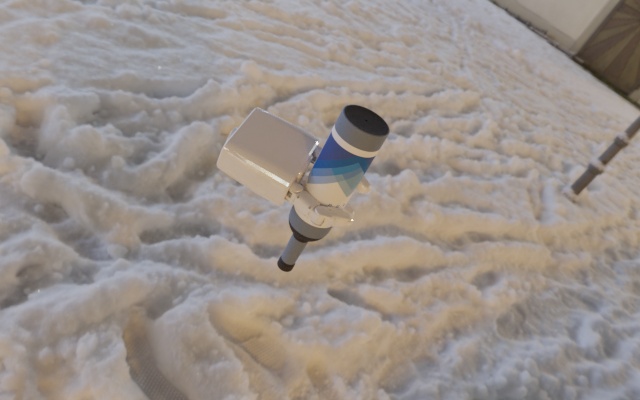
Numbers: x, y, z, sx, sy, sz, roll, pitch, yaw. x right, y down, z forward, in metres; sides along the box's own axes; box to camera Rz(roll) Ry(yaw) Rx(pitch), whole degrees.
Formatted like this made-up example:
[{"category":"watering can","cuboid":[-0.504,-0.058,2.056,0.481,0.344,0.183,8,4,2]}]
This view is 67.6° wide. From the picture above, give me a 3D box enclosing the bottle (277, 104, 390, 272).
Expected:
[{"category":"bottle","cuboid":[0.000,0.002,0.686,0.069,0.069,0.296,0,-45,-33]}]
